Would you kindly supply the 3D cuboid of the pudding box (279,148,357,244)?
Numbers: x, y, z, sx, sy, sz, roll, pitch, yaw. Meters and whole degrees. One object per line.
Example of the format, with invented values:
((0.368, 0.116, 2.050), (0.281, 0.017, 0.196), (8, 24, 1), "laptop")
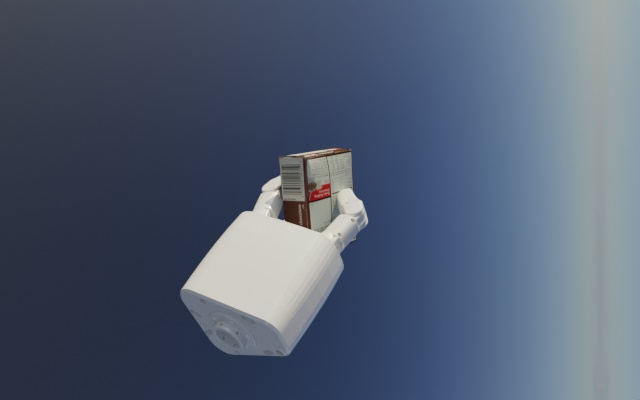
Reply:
((0.000, 0.002, 0.531), (0.039, 0.113, 0.090), (5, 13, 36), "pudding box")
